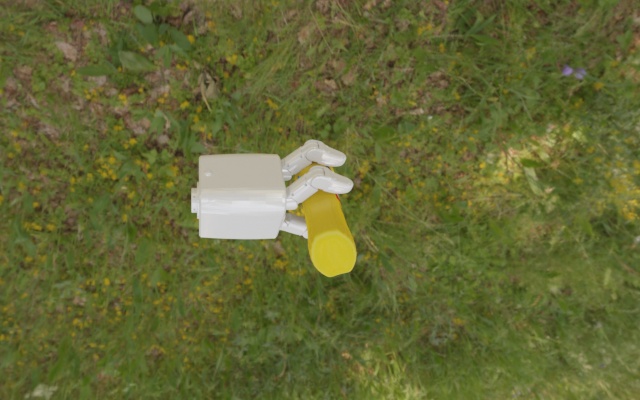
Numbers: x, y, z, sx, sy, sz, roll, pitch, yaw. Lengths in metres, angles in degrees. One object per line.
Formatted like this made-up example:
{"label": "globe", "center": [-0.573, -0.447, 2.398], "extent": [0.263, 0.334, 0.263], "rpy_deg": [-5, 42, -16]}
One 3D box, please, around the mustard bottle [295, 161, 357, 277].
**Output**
{"label": "mustard bottle", "center": [0.000, 0.002, 0.654], "extent": [0.058, 0.191, 0.096], "rpy_deg": [-17, -43, 3]}
